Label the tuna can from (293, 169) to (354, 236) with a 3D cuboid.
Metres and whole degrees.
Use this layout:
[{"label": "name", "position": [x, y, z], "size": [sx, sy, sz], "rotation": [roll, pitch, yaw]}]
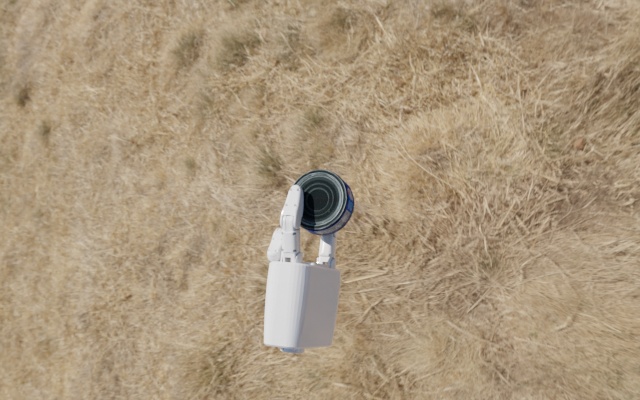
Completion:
[{"label": "tuna can", "position": [0.000, 0.002, 0.641], "size": [0.086, 0.086, 0.034], "rotation": [0, -15, 20]}]
